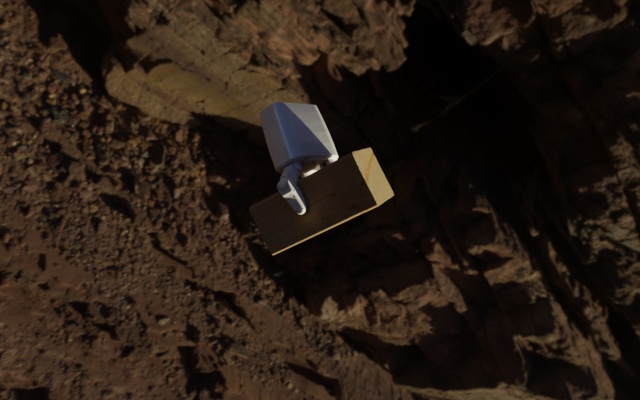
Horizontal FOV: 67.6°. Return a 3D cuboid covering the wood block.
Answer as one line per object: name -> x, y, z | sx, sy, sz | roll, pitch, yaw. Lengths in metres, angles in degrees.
wood block -> 0.000, 0.002, 0.778 | 0.206, 0.090, 0.091 | -27, -1, 27
